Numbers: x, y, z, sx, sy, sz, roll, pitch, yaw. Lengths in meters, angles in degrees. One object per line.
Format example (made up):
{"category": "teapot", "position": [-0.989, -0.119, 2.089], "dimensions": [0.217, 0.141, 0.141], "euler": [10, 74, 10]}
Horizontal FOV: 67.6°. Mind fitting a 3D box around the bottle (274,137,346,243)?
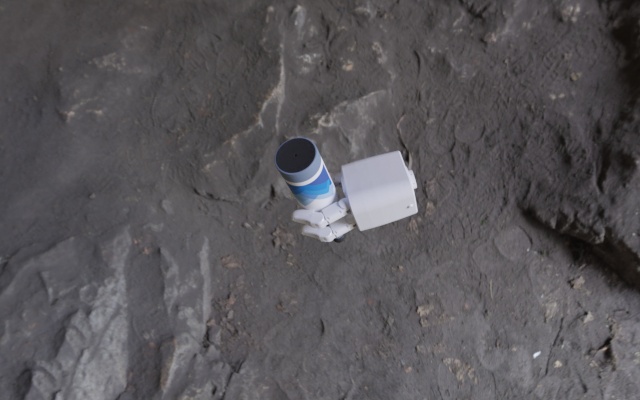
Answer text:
{"category": "bottle", "position": [0.000, 0.003, 0.828], "dimensions": [0.069, 0.069, 0.296], "euler": [0, -28, 17]}
